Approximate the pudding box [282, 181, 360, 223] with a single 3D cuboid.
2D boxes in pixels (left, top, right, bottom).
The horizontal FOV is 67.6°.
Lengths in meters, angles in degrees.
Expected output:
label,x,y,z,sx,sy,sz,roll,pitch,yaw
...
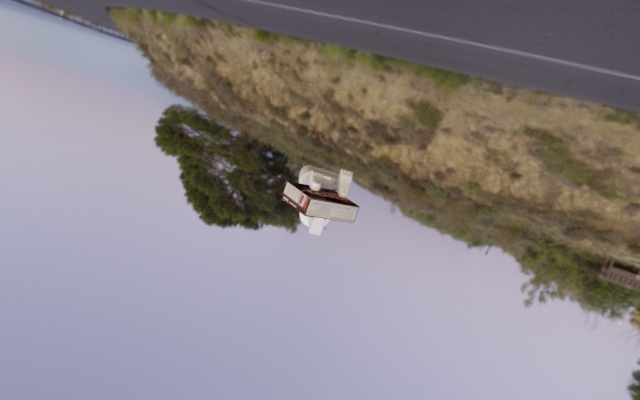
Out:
label,x,y,z,sx,sy,sz,roll,pitch,yaw
pudding box,0.000,0.003,0.861,0.113,0.039,0.090,8,15,-35
